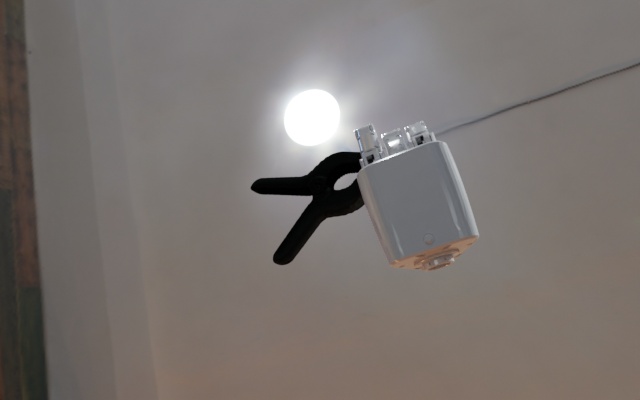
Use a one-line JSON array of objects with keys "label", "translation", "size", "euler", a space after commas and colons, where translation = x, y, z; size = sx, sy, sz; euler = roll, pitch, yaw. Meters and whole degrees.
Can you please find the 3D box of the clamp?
[{"label": "clamp", "translation": [0.000, 0.002, 0.562], "size": [0.171, 0.120, 0.039], "euler": [-21, -24, 17]}]
